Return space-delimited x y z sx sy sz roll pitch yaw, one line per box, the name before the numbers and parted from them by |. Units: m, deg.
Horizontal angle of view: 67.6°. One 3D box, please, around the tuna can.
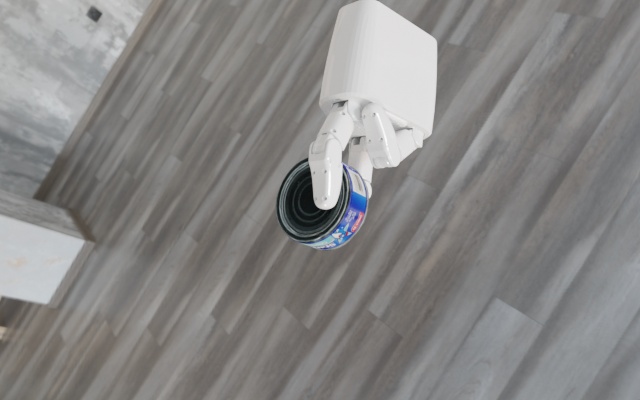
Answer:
tuna can | 0.000 0.001 0.445 0.086 0.086 0.034 0 -15 37
